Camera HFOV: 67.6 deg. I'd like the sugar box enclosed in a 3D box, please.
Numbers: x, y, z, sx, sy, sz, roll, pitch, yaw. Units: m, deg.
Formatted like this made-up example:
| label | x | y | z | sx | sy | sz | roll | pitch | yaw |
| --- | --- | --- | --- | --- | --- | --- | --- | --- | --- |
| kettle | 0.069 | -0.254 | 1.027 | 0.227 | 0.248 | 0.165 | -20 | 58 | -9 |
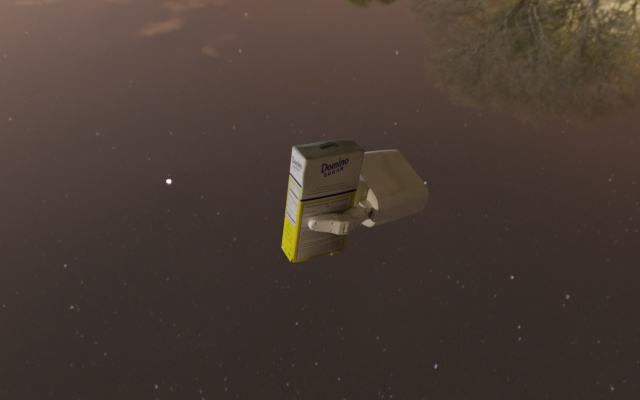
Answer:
| label | x | y | z | sx | sy | sz | roll | pitch | yaw |
| --- | --- | --- | --- | --- | --- | --- | --- | --- | --- |
| sugar box | 0.000 | 0.002 | 0.675 | 0.093 | 0.176 | 0.048 | -11 | 37 | -28 |
